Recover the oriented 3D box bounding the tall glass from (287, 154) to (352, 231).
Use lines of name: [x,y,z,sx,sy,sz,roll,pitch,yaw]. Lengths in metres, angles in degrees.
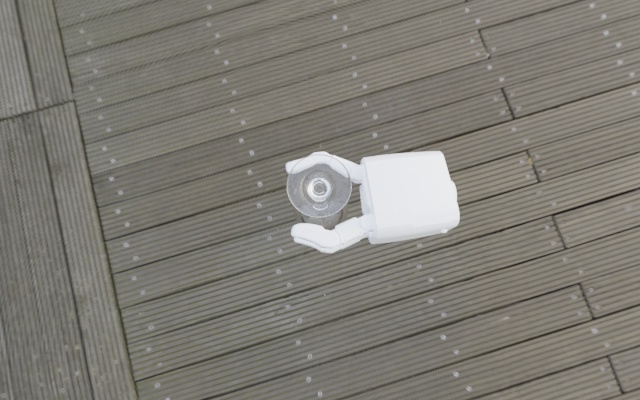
tall glass: [0.000,0.002,0.641,0.079,0.079,0.201,0,-11,0]
